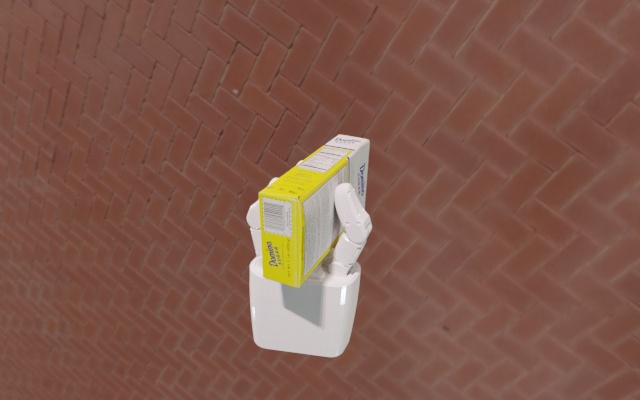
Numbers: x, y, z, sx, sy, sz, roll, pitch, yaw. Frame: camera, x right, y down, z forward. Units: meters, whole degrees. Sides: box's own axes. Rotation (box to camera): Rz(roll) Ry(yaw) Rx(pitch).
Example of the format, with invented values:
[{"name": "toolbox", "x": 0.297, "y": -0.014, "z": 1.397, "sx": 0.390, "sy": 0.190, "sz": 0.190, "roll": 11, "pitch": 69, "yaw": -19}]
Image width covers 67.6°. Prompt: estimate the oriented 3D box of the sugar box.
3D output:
[{"name": "sugar box", "x": 0.000, "y": 0.002, "z": 0.493, "sx": 0.048, "sy": 0.093, "sz": 0.176, "roll": 12, "pitch": 28, "yaw": 20}]
